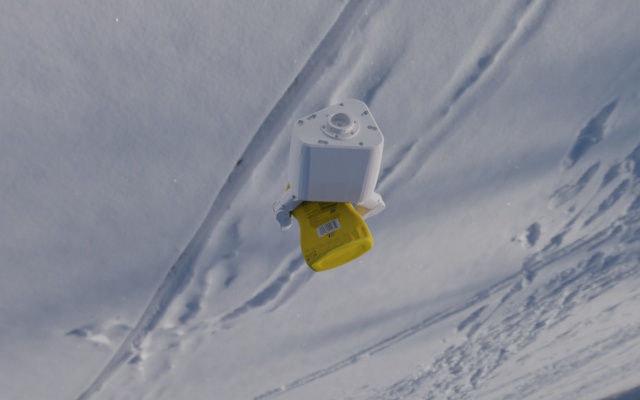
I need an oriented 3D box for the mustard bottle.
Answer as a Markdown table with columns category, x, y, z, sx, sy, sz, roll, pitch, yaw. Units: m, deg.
| category | x | y | z | sx | sy | sz | roll | pitch | yaw |
| --- | --- | --- | --- | --- | --- | --- | --- | --- | --- |
| mustard bottle | 0.000 | 0.003 | 0.696 | 0.096 | 0.191 | 0.058 | -25 | -34 | 6 |
